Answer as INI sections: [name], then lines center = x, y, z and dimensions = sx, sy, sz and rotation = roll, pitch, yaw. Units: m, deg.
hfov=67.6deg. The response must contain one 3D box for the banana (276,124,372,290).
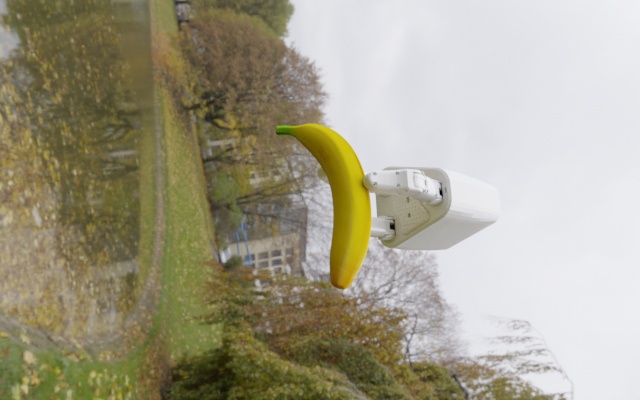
[banana]
center = 0.015, -0.010, 0.478
dimensions = 0.069, 0.197, 0.037
rotation = -29, -31, 13
